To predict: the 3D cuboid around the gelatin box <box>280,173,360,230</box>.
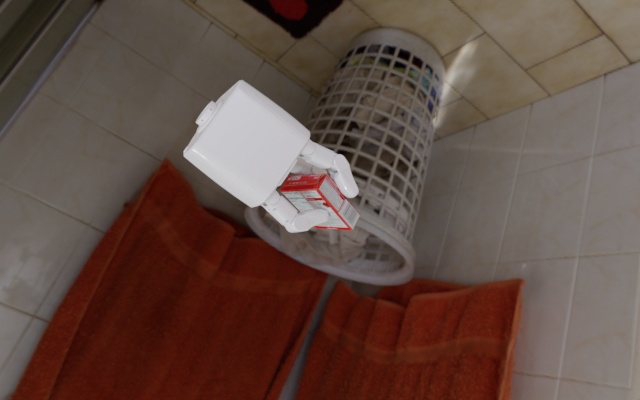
[{"bbox_3d":[0.000,0.003,0.643,0.073,0.030,0.089,-1,-40,46],"label":"gelatin box"}]
